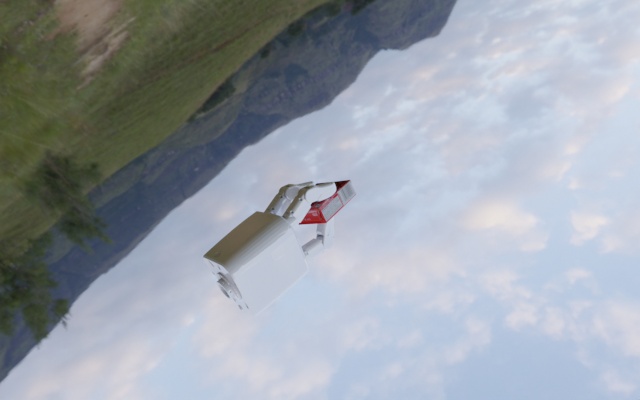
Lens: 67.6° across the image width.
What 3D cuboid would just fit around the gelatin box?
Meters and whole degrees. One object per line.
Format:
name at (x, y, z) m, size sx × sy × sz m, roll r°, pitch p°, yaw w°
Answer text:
gelatin box at (0.000, 0.003, 0.736) m, size 0.073 × 0.030 × 0.089 m, roll -4°, pitch 28°, yaw 44°
